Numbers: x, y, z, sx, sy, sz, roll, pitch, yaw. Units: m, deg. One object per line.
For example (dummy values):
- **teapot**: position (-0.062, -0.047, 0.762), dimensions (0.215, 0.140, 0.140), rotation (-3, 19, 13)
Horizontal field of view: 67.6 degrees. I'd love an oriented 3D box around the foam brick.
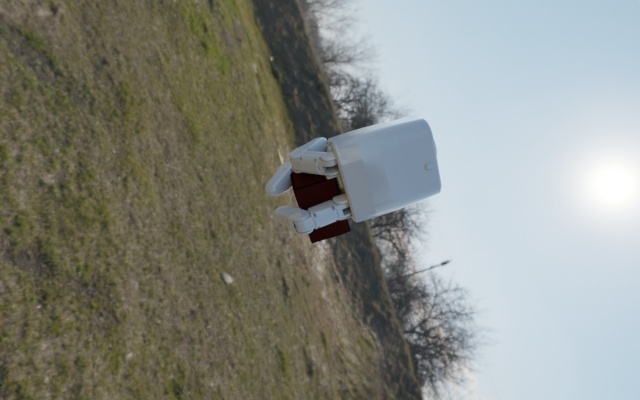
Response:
- **foam brick**: position (0.000, 0.002, 0.575), dimensions (0.051, 0.078, 0.053), rotation (-17, 28, 0)
